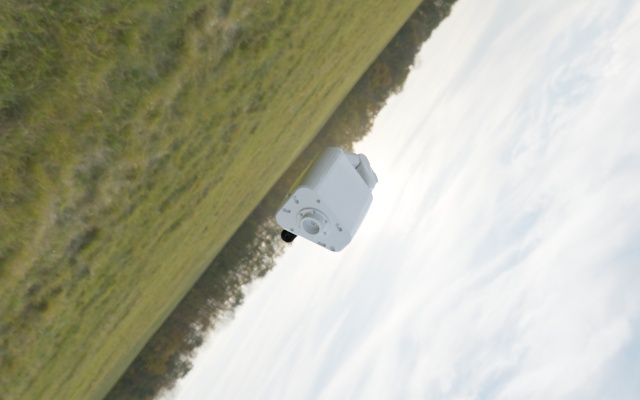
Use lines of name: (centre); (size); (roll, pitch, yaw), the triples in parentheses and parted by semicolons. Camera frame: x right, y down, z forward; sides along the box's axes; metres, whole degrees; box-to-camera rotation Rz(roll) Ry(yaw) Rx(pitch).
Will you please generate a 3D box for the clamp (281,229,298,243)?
clamp: (0.001, 0.003, 0.786); (0.171, 0.039, 0.120); (-47, 7, 40)
